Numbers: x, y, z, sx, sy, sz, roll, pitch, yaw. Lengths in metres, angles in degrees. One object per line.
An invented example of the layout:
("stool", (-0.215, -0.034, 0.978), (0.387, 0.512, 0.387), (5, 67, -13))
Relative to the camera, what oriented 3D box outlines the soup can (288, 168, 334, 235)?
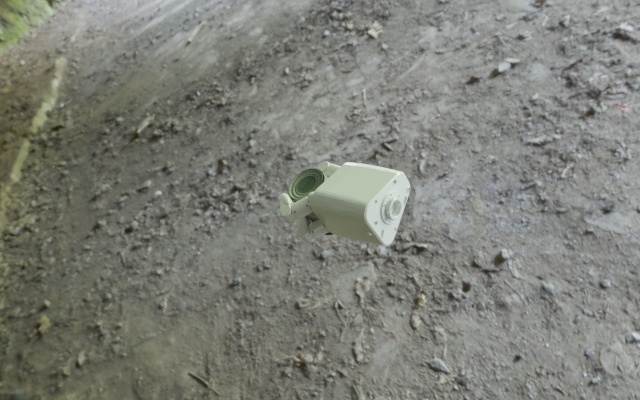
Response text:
("soup can", (0.000, 0.002, 0.798), (0.068, 0.068, 0.102), (0, -36, 36))
